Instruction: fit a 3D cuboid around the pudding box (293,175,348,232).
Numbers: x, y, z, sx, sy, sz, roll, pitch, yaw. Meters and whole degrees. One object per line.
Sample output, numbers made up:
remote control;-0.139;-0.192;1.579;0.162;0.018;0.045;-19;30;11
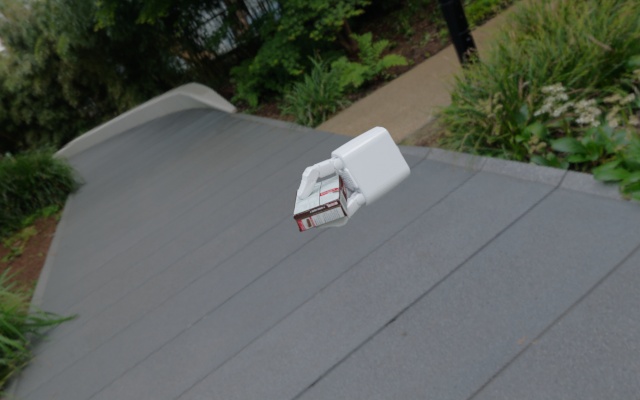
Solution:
pudding box;0.000;0.003;0.857;0.090;0.039;0.113;-20;22;11
